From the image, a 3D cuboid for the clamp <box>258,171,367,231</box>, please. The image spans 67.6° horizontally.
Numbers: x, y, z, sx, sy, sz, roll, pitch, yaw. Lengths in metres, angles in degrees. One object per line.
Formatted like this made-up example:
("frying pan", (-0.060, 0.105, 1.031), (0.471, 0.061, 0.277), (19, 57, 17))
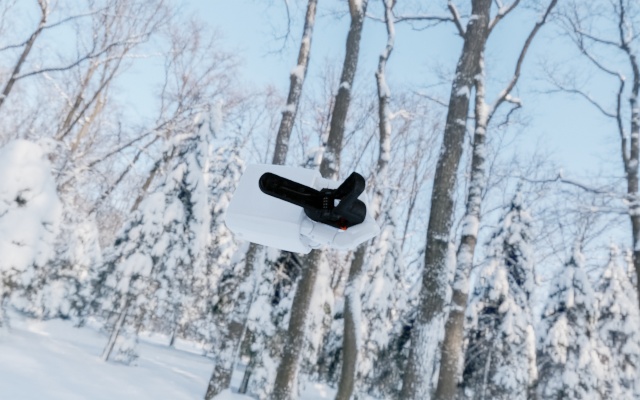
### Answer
("clamp", (0.000, 0.001, 0.576), (0.120, 0.039, 0.171), (9, -18, 13))
